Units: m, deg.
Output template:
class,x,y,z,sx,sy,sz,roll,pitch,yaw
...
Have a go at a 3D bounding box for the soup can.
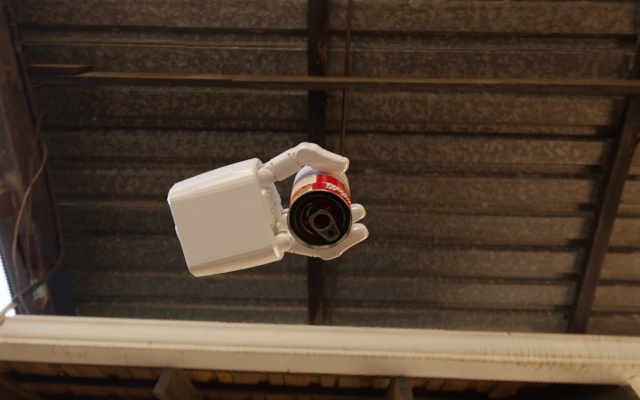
class,x,y,z,sx,sy,sz,roll,pitch,yaw
soup can,0.001,0.001,0.536,0.068,0.068,0.102,0,22,1
